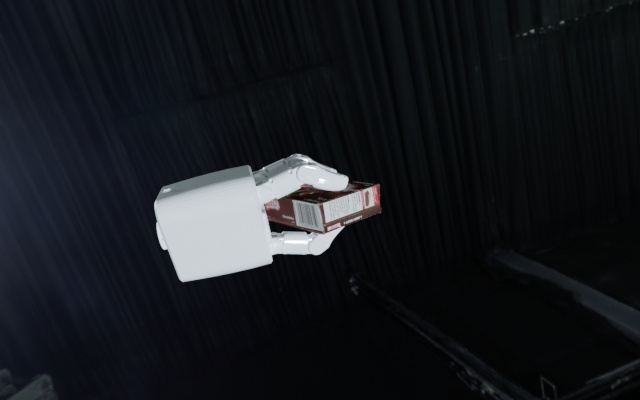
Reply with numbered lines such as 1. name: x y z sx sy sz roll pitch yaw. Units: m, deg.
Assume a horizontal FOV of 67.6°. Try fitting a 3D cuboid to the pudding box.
1. pudding box: 0.000 0.002 0.556 0.090 0.039 0.113 -19 20 -36
